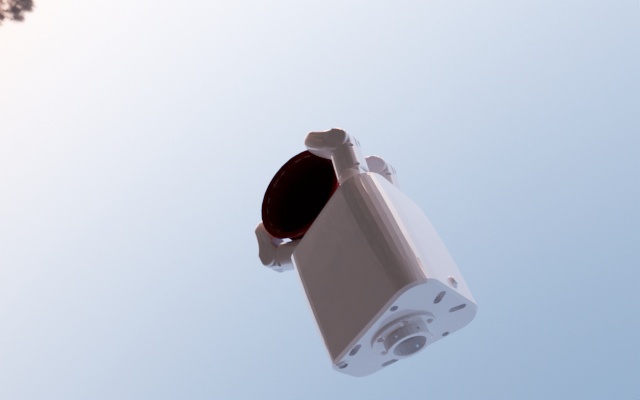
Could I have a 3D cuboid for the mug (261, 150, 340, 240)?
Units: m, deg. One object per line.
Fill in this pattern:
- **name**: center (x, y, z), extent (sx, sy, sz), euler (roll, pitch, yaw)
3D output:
- **mug**: center (0.000, 0.001, 0.475), extent (0.093, 0.117, 0.081), euler (-39, -47, 17)
